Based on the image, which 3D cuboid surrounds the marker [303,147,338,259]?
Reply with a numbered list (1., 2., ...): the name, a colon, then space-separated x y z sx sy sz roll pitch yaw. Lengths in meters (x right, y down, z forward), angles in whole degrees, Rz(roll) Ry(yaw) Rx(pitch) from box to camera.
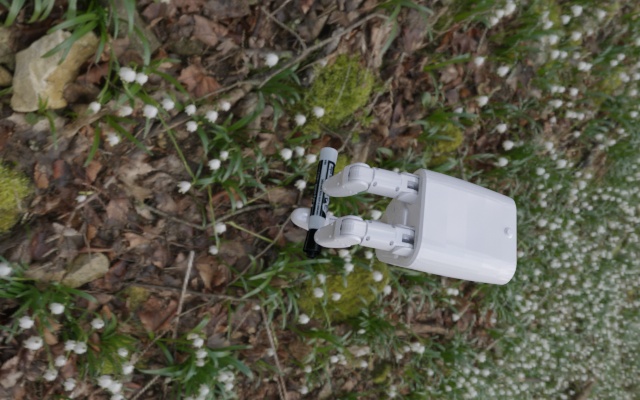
1. marker: 0.000 0.002 0.498 0.020 0.121 0.020 8 -21 3
